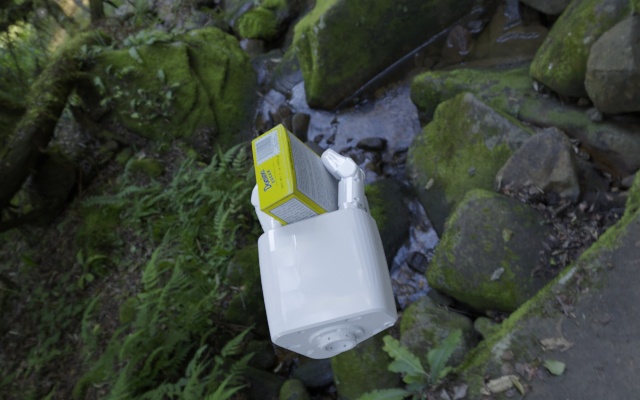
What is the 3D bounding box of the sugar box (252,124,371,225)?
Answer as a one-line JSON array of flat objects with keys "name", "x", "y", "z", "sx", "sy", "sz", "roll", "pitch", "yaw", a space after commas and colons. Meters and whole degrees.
[{"name": "sugar box", "x": 0.000, "y": 0.002, "z": 0.522, "sx": 0.048, "sy": 0.093, "sz": 0.176, "roll": -26, "pitch": -39, "yaw": 20}]
